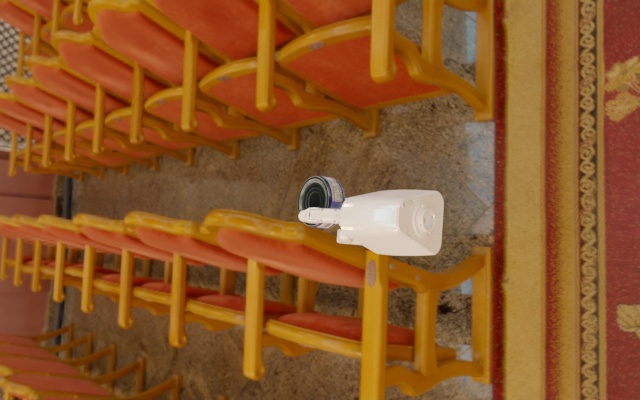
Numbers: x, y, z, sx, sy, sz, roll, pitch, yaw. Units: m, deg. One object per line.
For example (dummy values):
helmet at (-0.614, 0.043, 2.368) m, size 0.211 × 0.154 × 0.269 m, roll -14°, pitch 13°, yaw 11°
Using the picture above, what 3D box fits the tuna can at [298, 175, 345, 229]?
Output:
tuna can at (0.000, 0.003, 0.781) m, size 0.034 × 0.086 × 0.086 m, roll 7°, pitch -4°, yaw -38°
